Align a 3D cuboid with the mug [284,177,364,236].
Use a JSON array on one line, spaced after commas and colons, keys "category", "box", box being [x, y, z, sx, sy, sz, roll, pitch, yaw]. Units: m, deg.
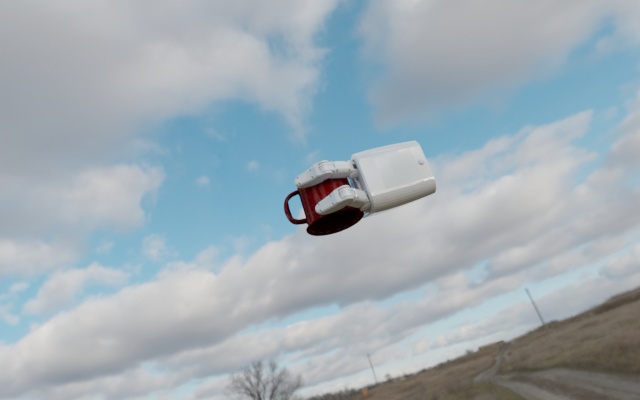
[{"category": "mug", "box": [-0.001, 0.003, 0.744, 0.117, 0.081, 0.093, -14, -23, -9]}]
